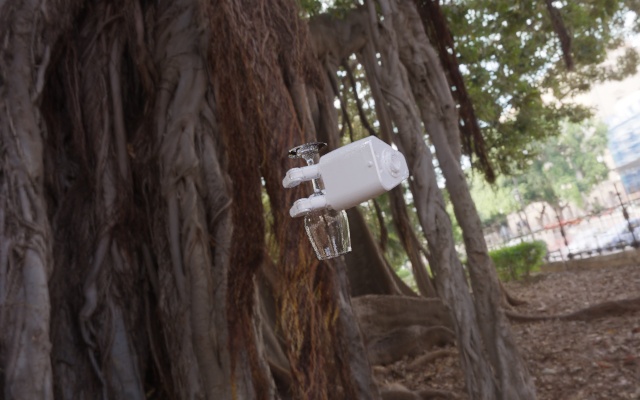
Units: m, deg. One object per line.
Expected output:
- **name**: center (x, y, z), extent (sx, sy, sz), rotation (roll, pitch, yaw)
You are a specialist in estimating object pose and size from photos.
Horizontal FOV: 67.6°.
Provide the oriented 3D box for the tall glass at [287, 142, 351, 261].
- **tall glass**: center (0.000, 0.002, 0.851), extent (0.079, 0.201, 0.079), rotation (-14, -10, -3)
